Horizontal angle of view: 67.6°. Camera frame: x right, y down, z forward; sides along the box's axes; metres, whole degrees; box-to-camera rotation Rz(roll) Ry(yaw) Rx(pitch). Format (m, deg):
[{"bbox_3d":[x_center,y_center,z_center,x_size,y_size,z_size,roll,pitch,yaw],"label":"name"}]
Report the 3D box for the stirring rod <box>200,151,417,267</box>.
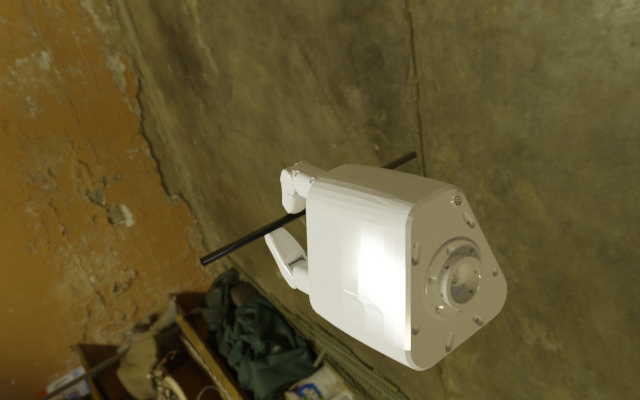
[{"bbox_3d":[0.000,0.001,0.441,0.239,0.011,0.011,-27,12,-25],"label":"stirring rod"}]
